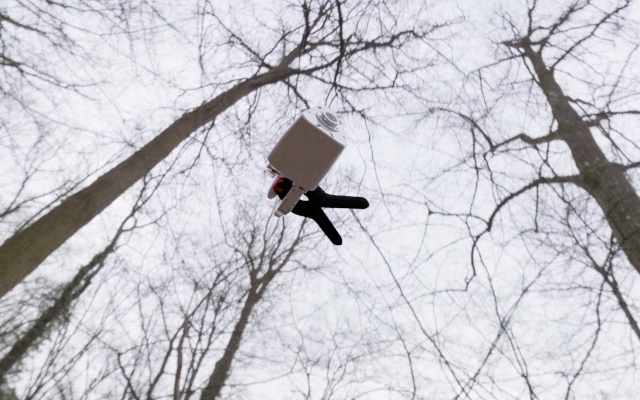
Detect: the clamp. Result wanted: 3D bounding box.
[{"bbox_3d":[0.000,0.002,0.860,0.171,0.120,0.039,34,30,-12],"label":"clamp"}]
